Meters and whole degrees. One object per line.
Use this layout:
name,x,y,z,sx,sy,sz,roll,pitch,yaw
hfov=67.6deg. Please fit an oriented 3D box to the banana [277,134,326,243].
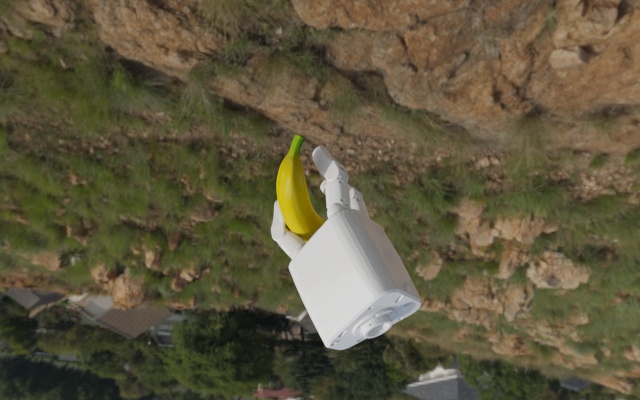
banana,-0.014,0.012,0.584,0.037,0.069,0.198,33,-22,34
